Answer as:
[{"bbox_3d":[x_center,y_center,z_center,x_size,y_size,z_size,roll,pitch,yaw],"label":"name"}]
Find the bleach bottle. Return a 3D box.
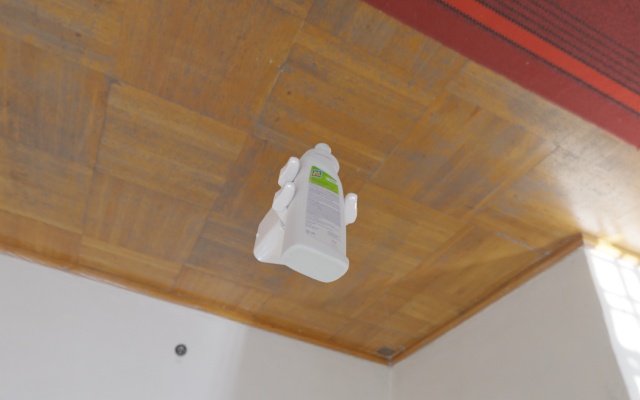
[{"bbox_3d":[0.000,0.003,0.781,0.102,0.250,0.068,27,-46,-21],"label":"bleach bottle"}]
